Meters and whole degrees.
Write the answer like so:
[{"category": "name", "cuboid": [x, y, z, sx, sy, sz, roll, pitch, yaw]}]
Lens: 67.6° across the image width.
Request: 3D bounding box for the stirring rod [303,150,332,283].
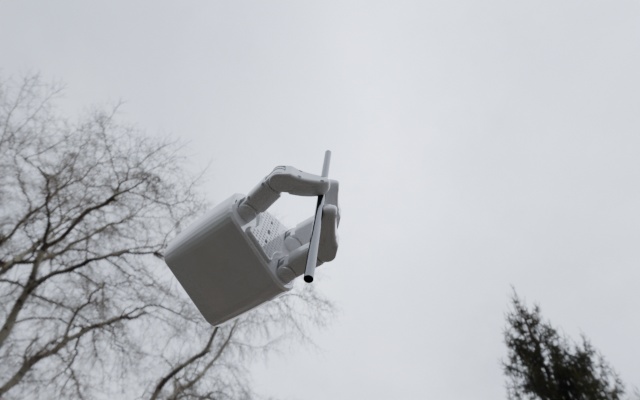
[{"category": "stirring rod", "cuboid": [0.000, 0.002, 0.469, 0.011, 0.011, 0.239, 0, 29, 5]}]
